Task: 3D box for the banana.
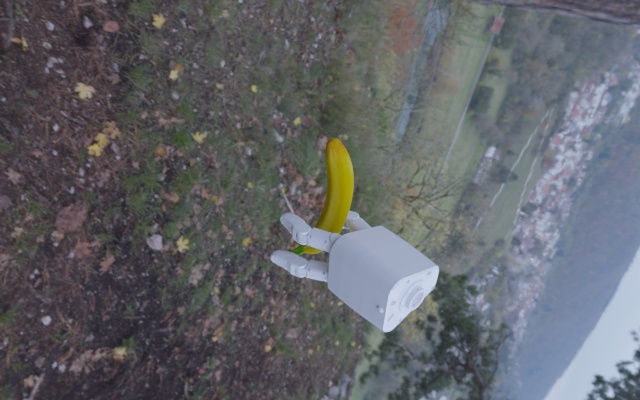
[{"bbox_3d":[0.013,0.004,0.683,0.069,0.198,0.037,-2,32,-40],"label":"banana"}]
